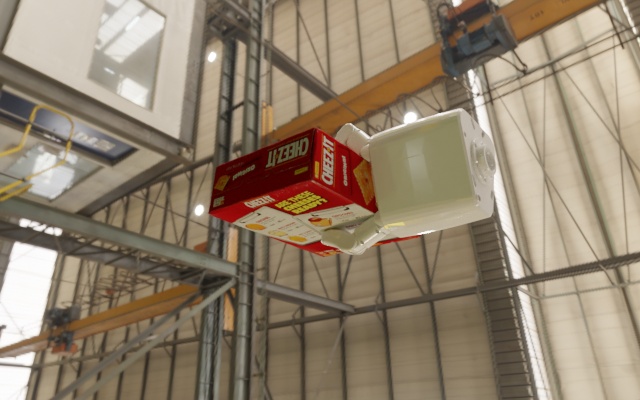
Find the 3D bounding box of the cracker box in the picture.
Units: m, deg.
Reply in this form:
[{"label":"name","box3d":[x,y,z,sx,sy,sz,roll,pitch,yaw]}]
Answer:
[{"label":"cracker box","box3d":[0.000,0.002,0.590,0.164,0.072,0.214,-16,-29,37]}]
